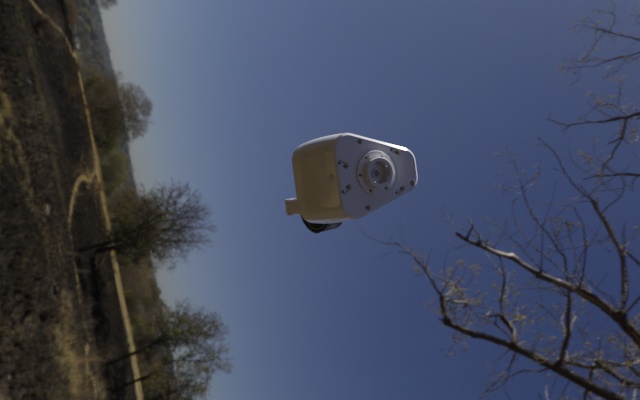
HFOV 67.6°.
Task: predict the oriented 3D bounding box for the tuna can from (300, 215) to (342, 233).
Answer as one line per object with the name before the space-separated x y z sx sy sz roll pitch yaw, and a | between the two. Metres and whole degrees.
tuna can | 0.001 0.002 0.689 0.034 0.086 0.086 -11 5 -29
